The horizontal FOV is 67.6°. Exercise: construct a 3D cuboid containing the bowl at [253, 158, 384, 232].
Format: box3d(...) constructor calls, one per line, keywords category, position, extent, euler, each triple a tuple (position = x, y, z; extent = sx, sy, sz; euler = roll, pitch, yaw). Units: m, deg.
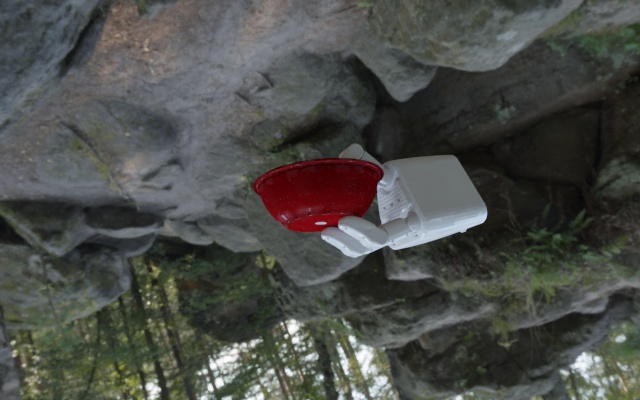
box3d(category="bowl", position=(-0.001, 0.002, 0.581), extent=(0.162, 0.055, 0.162), euler=(-5, -16, -2))
